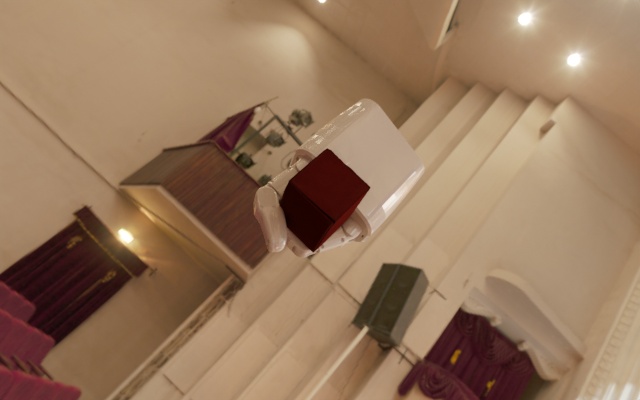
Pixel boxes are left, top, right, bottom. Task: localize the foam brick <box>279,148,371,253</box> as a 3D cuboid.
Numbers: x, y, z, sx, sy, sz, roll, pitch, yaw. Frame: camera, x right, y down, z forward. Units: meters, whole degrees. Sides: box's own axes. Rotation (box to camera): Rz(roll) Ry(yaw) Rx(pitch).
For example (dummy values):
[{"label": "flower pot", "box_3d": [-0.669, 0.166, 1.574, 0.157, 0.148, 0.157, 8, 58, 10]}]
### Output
[{"label": "foam brick", "box_3d": [0.000, 0.001, 0.429, 0.051, 0.053, 0.078, -42, -8, -26]}]
